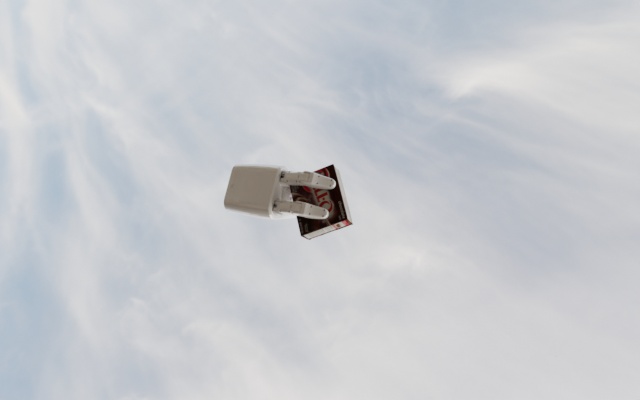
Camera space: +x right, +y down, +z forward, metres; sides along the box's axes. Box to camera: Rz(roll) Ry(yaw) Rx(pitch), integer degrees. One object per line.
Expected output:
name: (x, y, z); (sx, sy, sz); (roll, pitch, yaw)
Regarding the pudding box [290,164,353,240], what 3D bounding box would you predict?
pudding box: (0.000, 0.003, 0.845); (0.090, 0.113, 0.039); (-21, -23, 16)
